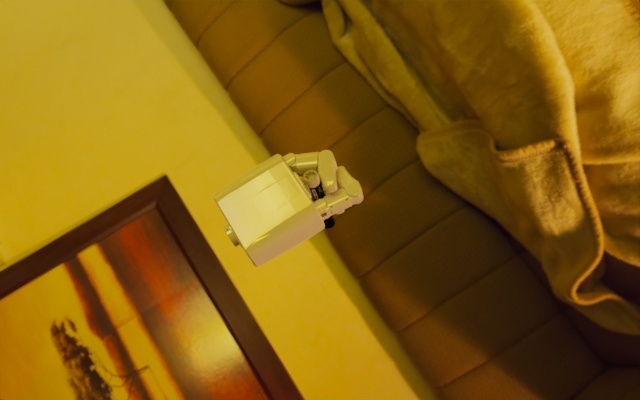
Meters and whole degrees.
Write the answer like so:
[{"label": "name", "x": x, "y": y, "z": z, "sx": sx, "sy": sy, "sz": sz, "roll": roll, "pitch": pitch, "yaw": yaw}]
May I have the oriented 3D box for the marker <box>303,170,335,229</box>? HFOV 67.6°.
[{"label": "marker", "x": 0.000, "y": 0.002, "z": 0.643, "sx": 0.020, "sy": 0.020, "sz": 0.121, "roll": 0, "pitch": -33, "yaw": 15}]
